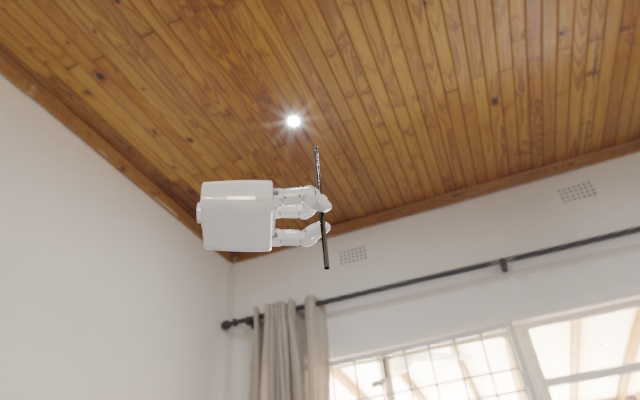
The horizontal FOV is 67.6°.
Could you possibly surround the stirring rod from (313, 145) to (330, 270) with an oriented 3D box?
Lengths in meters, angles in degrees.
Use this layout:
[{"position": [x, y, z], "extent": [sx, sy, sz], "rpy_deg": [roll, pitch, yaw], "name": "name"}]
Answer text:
[{"position": [0.000, 0.003, 0.765], "extent": [0.011, 0.239, 0.011], "rpy_deg": [-4, -36, -3], "name": "stirring rod"}]
